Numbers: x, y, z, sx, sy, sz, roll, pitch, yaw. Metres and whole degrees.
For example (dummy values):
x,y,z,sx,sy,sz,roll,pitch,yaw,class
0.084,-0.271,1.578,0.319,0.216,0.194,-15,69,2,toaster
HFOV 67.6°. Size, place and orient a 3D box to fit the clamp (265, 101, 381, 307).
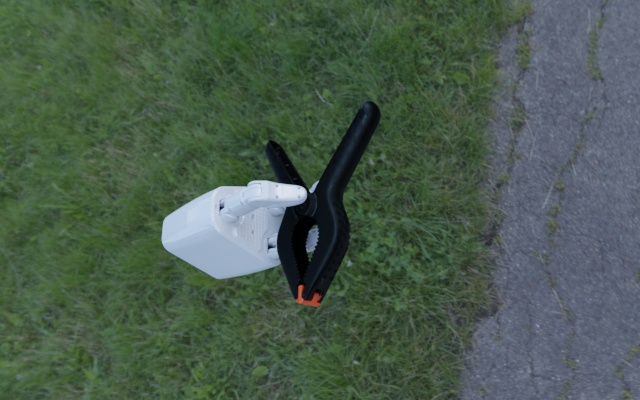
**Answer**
x,y,z,sx,sy,sz,roll,pitch,yaw,class
-0.001,0.002,0.502,0.164,0.210,0.036,-22,-30,39,clamp
